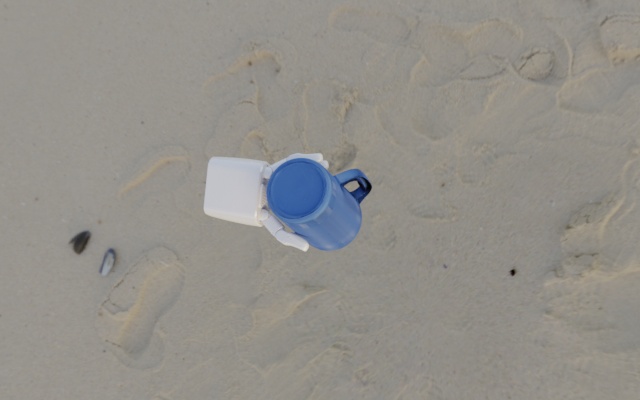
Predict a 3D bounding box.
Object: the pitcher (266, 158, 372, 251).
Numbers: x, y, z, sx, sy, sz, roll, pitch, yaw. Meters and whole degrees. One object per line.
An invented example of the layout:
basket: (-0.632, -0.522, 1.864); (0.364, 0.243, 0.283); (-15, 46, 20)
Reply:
pitcher: (0.000, 0.003, 0.850); (0.145, 0.149, 0.243); (10, -10, 15)
